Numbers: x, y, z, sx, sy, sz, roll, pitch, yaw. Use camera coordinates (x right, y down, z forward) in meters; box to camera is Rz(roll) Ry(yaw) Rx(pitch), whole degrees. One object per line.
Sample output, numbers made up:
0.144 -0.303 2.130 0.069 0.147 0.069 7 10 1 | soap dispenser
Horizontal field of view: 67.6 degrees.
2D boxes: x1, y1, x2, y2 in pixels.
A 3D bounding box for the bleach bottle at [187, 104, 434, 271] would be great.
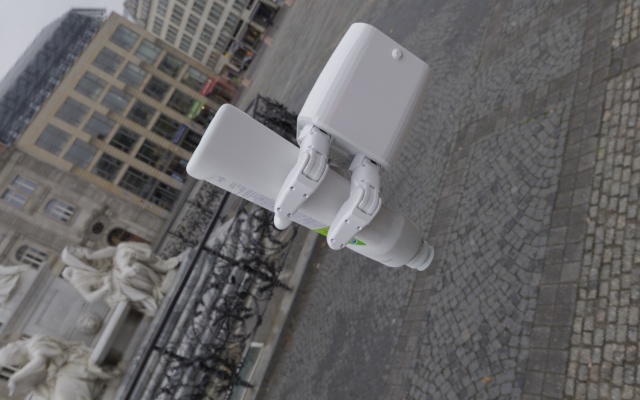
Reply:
0.000 0.002 0.464 0.251 0.068 0.102 29 -11 -17 | bleach bottle
